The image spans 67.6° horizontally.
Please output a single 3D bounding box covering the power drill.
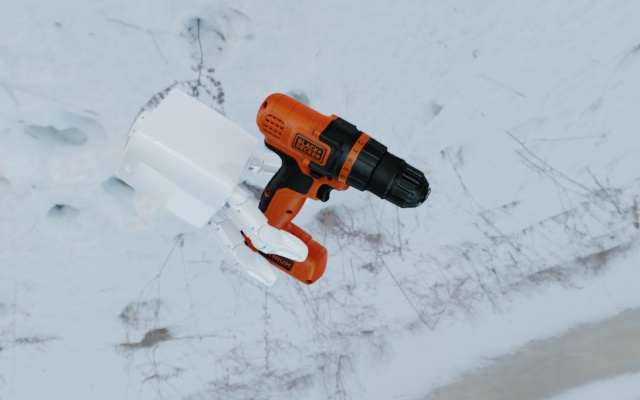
[{"bbox_3d":[0.000,0.002,0.504,0.184,0.188,0.057,31,36,9],"label":"power drill"}]
